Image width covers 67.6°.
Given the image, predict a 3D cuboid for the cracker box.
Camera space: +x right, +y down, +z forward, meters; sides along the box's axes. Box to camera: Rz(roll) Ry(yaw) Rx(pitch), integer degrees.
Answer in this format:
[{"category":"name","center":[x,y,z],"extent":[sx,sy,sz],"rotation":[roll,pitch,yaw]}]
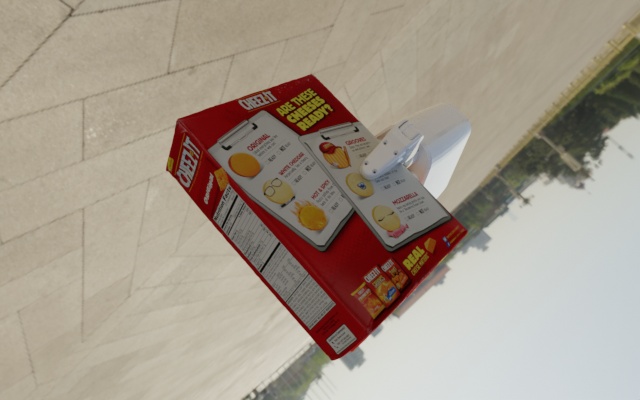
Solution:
[{"category":"cracker box","center":[0.000,0.001,0.413],"extent":[0.164,0.213,0.072],"rotation":[-32,-16,-43]}]
